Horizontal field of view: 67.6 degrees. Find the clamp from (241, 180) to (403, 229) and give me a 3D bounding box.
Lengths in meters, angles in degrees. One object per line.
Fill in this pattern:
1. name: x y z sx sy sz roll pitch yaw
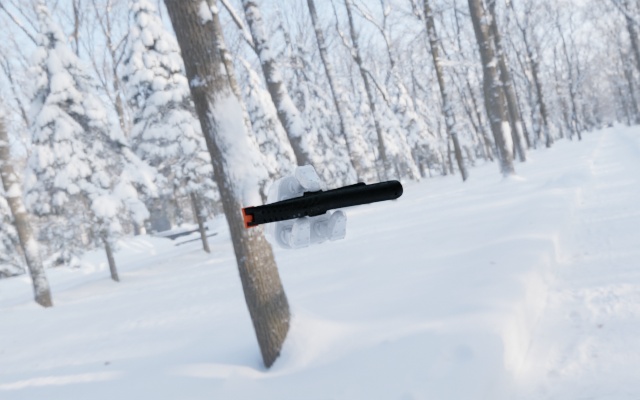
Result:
1. clamp: -0.001 0.001 0.653 0.210 0.036 0.164 -12 2 -18
